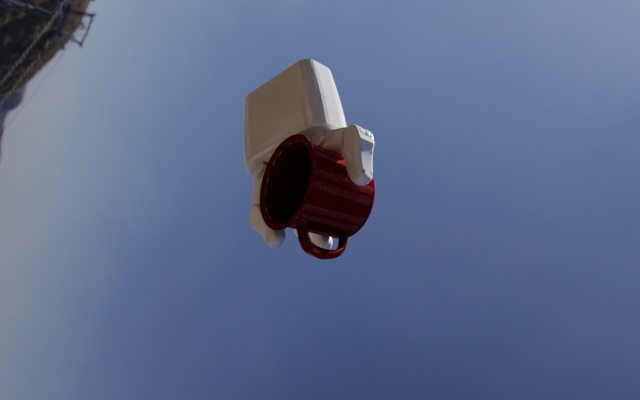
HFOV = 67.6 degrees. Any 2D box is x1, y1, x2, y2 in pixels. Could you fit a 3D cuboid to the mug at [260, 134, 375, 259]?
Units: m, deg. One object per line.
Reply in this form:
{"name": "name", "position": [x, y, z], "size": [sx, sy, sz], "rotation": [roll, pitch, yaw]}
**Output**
{"name": "mug", "position": [0.000, 0.003, 0.461], "size": [0.081, 0.117, 0.093], "rotation": [16, -39, -34]}
